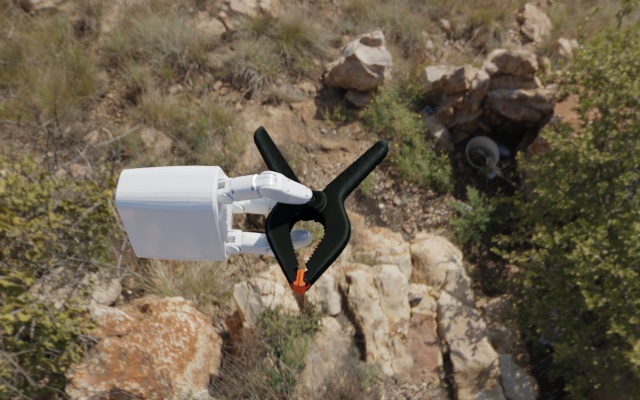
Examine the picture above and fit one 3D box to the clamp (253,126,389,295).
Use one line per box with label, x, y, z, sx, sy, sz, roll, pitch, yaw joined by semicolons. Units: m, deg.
clamp;0.000;0.002;0.541;0.164;0.209;0.036;0;-30;1
